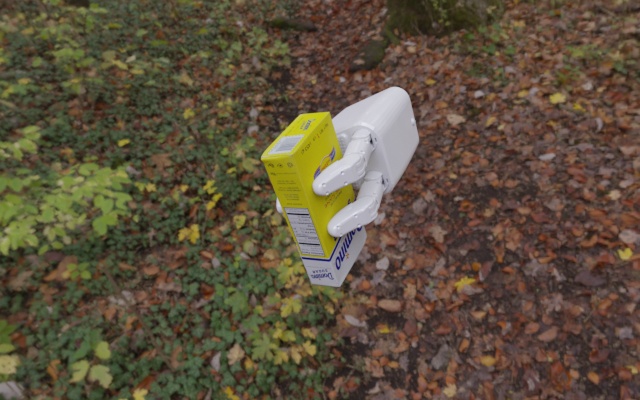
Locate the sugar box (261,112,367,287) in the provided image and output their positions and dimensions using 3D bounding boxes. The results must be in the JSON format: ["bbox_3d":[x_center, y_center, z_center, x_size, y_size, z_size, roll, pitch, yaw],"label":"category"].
[{"bbox_3d":[0.001,0.002,0.533,0.048,0.176,0.093,-1,36,32],"label":"sugar box"}]
